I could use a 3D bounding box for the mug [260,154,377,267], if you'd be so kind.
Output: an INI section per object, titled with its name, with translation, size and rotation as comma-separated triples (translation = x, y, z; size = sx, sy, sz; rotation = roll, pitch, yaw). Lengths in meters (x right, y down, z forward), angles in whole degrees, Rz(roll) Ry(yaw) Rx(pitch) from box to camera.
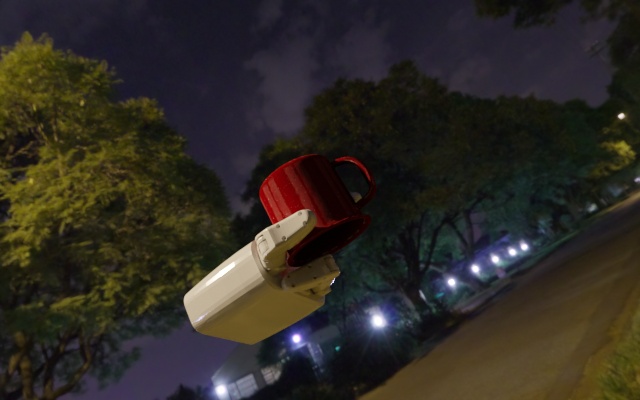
[mug]
translation = 0.001, 0.001, 0.475
size = 0.117, 0.081, 0.093
rotation = -36, -20, 16
